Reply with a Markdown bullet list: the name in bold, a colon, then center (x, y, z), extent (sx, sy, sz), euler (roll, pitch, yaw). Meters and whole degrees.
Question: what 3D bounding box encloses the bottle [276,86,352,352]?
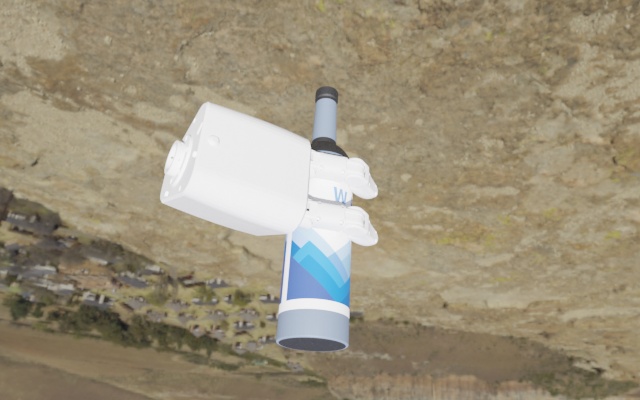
- **bottle**: center (0.000, 0.002, 0.504), extent (0.069, 0.295, 0.069), euler (3, -28, 1)
